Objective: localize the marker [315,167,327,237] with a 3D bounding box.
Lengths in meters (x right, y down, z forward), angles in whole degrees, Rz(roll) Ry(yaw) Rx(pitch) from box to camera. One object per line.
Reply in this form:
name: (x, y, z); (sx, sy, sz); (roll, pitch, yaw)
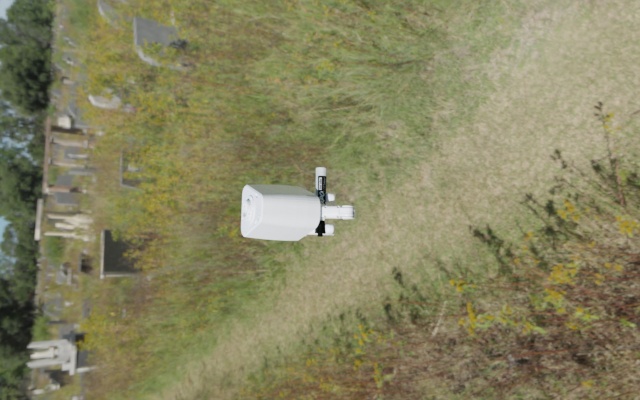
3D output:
marker: (0.000, 0.003, 0.835); (0.020, 0.121, 0.020); (1, -6, 0)
